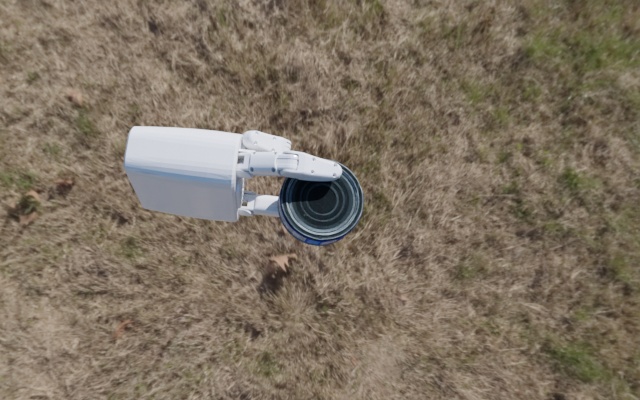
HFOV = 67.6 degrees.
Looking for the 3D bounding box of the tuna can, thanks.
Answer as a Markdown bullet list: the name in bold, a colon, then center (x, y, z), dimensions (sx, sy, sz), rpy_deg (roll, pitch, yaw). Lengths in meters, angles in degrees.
- **tuna can**: center (0.000, 0.001, 0.485), dimensions (0.086, 0.086, 0.034), rpy_deg (0, -13, -8)
